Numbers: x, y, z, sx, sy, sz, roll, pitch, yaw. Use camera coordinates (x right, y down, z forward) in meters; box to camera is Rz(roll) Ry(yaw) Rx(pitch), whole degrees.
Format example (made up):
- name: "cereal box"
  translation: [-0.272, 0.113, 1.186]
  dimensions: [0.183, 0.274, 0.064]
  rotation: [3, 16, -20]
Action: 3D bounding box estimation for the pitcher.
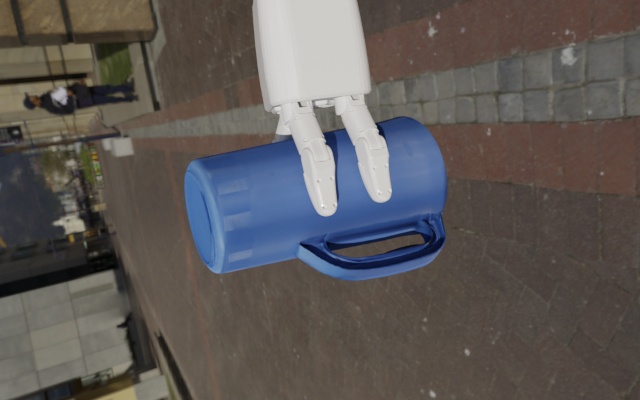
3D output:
- name: "pitcher"
  translation: [0.000, 0.001, 0.478]
  dimensions: [0.243, 0.145, 0.149]
  rotation: [-12, 11, -25]
